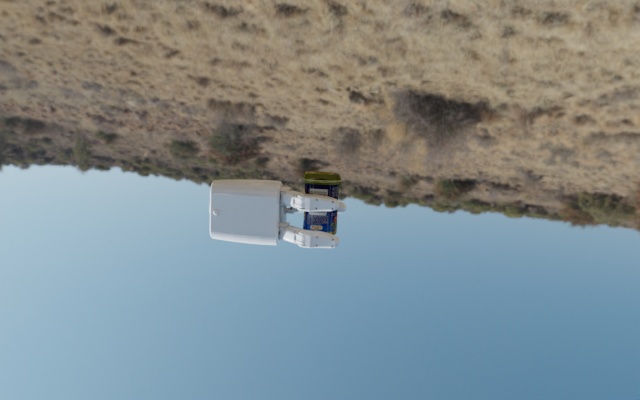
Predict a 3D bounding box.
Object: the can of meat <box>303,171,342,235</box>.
[{"bbox_3d":[0.000,0.003,0.745,0.057,0.084,0.102,3,10,-1],"label":"can of meat"}]
